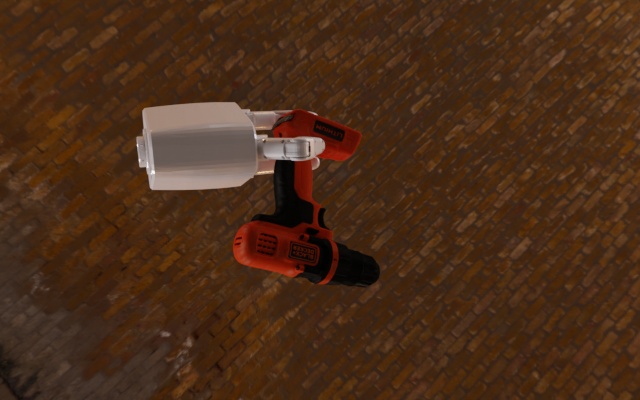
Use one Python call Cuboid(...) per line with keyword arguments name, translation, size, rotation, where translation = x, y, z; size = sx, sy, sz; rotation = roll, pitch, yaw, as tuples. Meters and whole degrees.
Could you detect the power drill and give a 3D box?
Cuboid(name="power drill", translation=(0.000, 0.001, 0.557), size=(0.184, 0.187, 0.057), rotation=(17, -20, -30))
